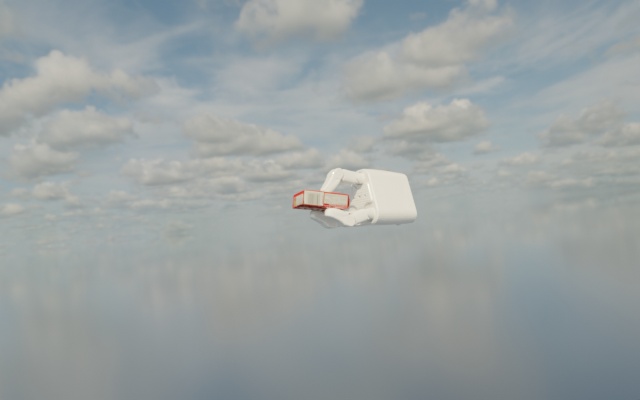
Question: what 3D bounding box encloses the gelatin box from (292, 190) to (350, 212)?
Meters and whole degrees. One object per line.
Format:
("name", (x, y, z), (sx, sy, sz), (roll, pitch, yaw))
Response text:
("gelatin box", (0.000, 0.002, 0.887), (0.089, 0.030, 0.073), (6, -8, -19))
